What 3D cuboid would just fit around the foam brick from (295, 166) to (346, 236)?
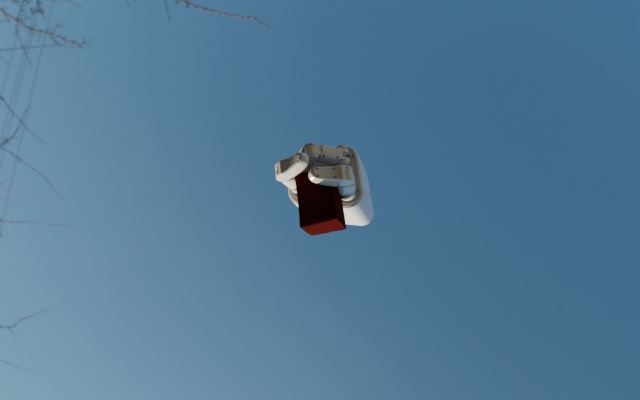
[{"bbox_3d":[0.000,0.002,0.646,0.053,0.078,0.051,-12,-23,13],"label":"foam brick"}]
